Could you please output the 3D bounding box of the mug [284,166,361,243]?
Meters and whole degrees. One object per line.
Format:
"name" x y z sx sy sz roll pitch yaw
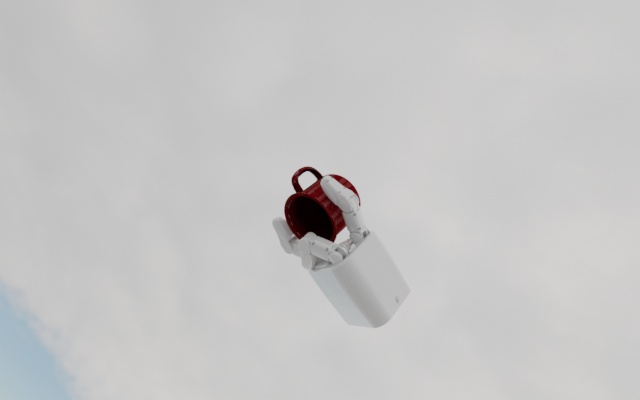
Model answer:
"mug" -0.001 0.001 0.710 0.093 0.117 0.081 -27 9 47
